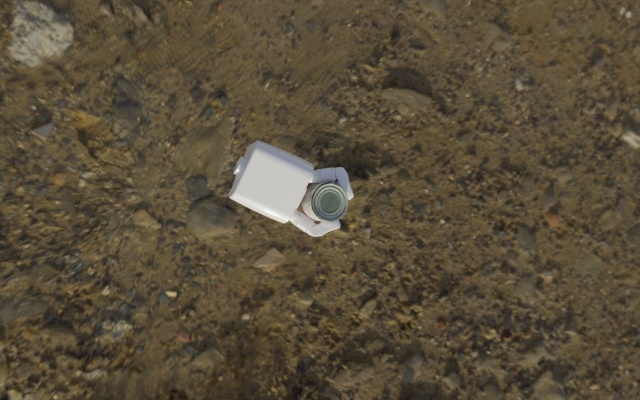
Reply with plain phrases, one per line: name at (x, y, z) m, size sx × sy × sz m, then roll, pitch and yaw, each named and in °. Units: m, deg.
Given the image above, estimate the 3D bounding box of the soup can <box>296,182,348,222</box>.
soup can at (0.001, 0.003, 0.839) m, size 0.068 × 0.068 × 0.102 m, roll 0°, pitch 0°, yaw -19°
